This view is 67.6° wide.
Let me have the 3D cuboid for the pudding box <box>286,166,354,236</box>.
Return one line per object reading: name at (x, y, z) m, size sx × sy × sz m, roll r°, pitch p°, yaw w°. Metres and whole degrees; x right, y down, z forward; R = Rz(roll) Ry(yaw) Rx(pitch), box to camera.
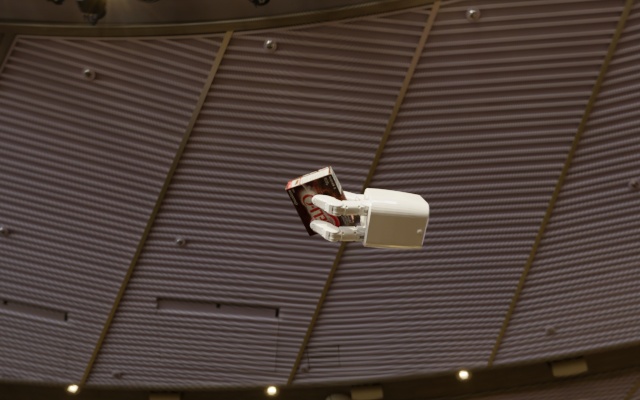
pudding box at (0.000, 0.003, 0.878) m, size 0.090 × 0.113 × 0.039 m, roll -19°, pitch 25°, yaw 13°
